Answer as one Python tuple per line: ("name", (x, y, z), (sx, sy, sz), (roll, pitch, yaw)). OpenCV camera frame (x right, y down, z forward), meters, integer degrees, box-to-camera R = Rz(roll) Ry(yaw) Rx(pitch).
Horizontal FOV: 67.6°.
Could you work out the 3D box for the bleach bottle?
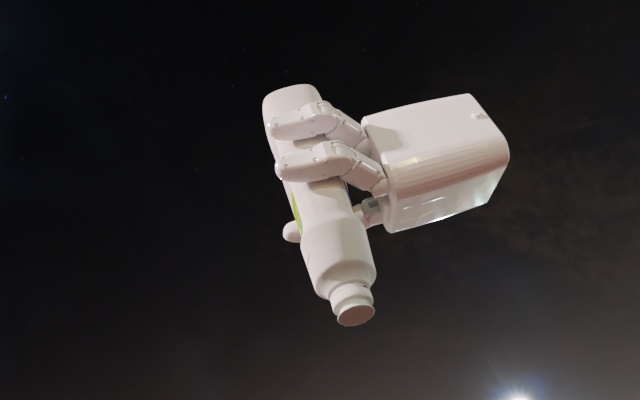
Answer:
("bleach bottle", (0.000, 0.001, 0.437), (0.068, 0.250, 0.103), (-16, -42, -2))
